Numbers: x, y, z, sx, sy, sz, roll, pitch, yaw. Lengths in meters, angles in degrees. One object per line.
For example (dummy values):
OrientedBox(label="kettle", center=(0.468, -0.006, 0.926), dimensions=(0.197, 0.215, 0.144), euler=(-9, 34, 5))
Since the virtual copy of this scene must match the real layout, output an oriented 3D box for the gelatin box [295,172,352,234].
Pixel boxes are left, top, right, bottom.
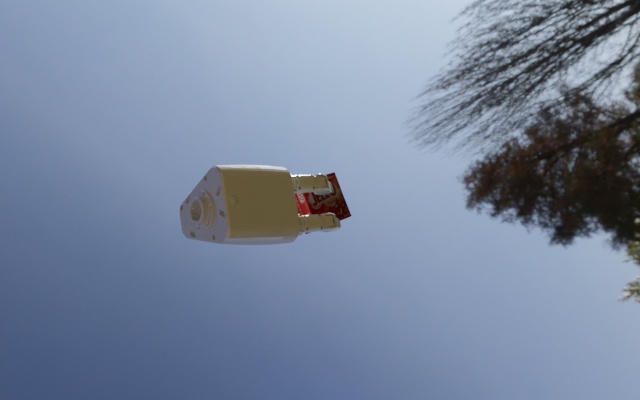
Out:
OrientedBox(label="gelatin box", center=(0.000, 0.002, 0.703), dimensions=(0.030, 0.073, 0.089), euler=(-23, -4, 39))
